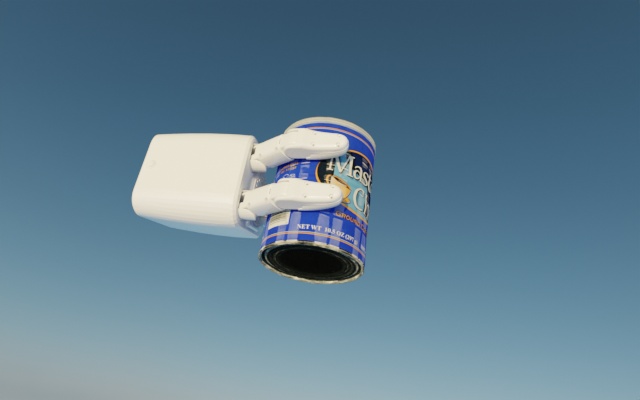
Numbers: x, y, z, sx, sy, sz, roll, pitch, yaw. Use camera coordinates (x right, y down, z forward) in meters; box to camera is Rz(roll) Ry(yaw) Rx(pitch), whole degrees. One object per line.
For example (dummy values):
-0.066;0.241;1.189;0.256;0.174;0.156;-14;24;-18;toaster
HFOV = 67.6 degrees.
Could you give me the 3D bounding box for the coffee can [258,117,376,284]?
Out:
0.000;0.002;0.488;0.103;0.140;0.103;7;-28;4;coffee can
